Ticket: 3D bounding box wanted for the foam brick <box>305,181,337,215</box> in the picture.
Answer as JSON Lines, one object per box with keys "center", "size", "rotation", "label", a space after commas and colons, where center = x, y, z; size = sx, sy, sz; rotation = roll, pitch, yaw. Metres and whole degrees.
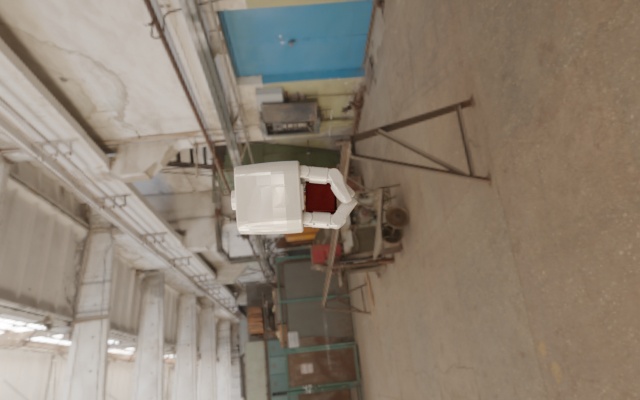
{"center": [0.000, 0.003, 0.815], "size": [0.051, 0.053, 0.078], "rotation": [-1, -18, -1], "label": "foam brick"}
